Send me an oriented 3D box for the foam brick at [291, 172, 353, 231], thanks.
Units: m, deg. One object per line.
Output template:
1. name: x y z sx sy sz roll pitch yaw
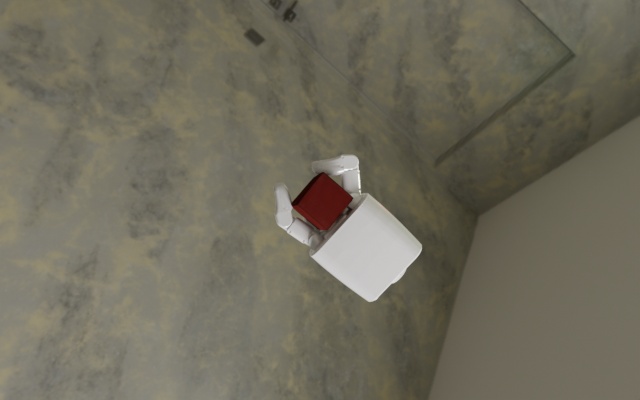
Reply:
1. foam brick: 0.000 0.002 0.607 0.051 0.053 0.078 41 -7 -5
